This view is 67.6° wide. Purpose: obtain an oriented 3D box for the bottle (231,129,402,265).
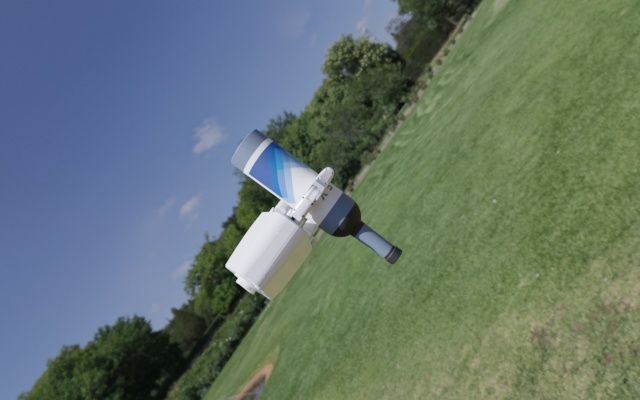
[{"bbox_3d":[0.000,0.002,0.742,0.296,0.069,0.069,36,0,0],"label":"bottle"}]
